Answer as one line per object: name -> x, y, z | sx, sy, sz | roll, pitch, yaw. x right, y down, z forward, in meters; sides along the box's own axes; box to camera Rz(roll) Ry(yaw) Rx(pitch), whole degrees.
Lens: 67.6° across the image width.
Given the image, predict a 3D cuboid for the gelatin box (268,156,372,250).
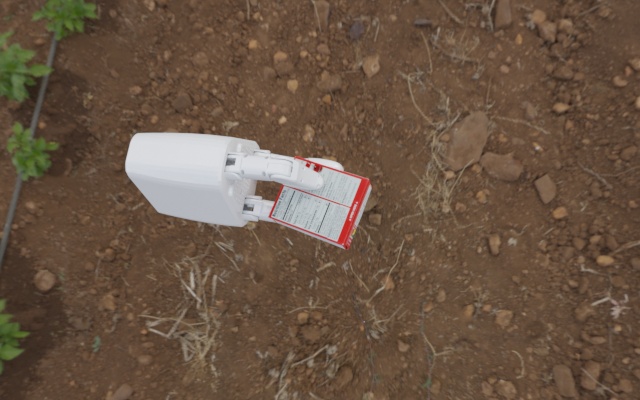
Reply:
gelatin box -> 0.000, 0.002, 0.501 | 0.089, 0.073, 0.030 | 19, -10, 18
